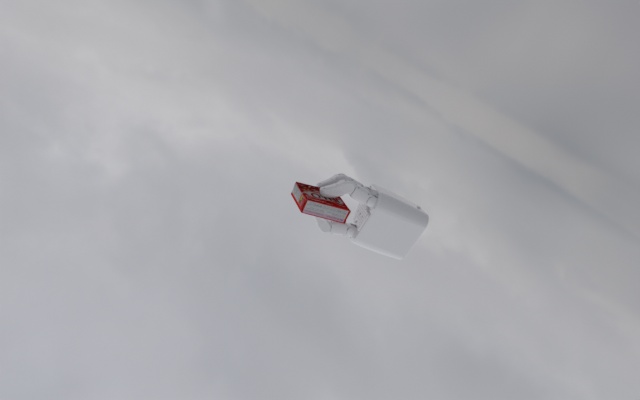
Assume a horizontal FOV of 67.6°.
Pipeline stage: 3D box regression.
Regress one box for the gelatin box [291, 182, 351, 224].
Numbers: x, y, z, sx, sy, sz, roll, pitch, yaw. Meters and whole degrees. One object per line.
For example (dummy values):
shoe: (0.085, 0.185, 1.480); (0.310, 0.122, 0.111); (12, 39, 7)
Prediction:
gelatin box: (0.000, 0.003, 0.836); (0.089, 0.030, 0.073); (14, 21, -25)
